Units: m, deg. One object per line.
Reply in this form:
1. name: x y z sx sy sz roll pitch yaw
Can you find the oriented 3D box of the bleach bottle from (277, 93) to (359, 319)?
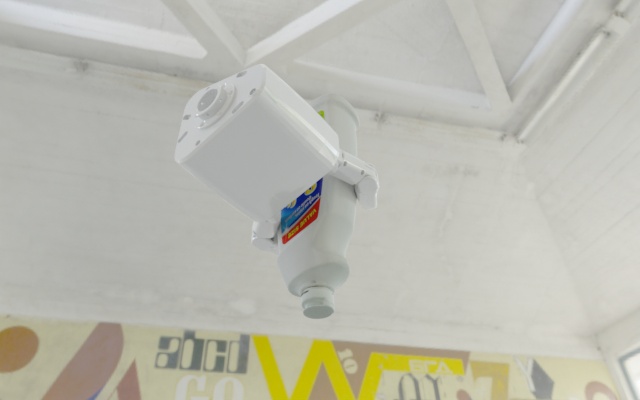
1. bleach bottle: 0.000 0.002 0.511 0.102 0.250 0.068 -27 -45 27
